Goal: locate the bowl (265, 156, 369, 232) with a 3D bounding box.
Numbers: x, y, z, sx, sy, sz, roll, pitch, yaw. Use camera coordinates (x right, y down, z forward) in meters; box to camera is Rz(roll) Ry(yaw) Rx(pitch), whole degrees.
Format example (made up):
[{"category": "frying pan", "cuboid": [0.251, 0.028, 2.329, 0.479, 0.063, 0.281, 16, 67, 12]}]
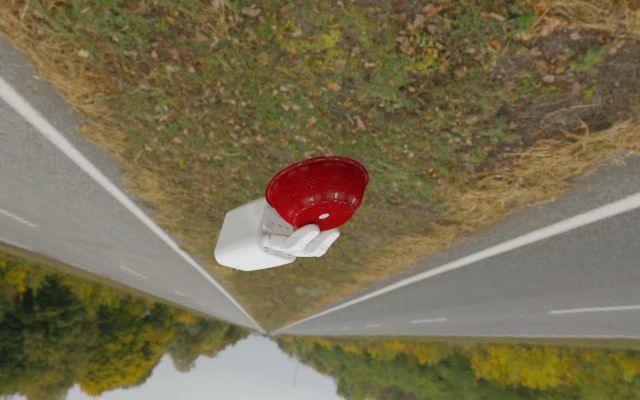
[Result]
[{"category": "bowl", "cuboid": [0.001, 0.002, 0.715, 0.162, 0.055, 0.162, -10, -30, -6]}]
